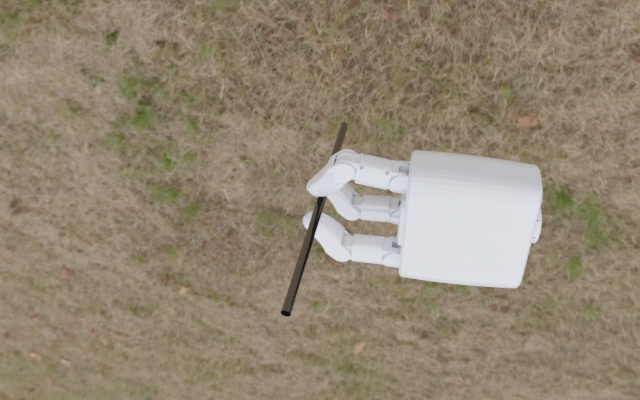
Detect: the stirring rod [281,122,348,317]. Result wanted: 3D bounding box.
[{"bbox_3d":[0.000,0.001,0.442,0.011,0.239,0.011,9,-43,9],"label":"stirring rod"}]
